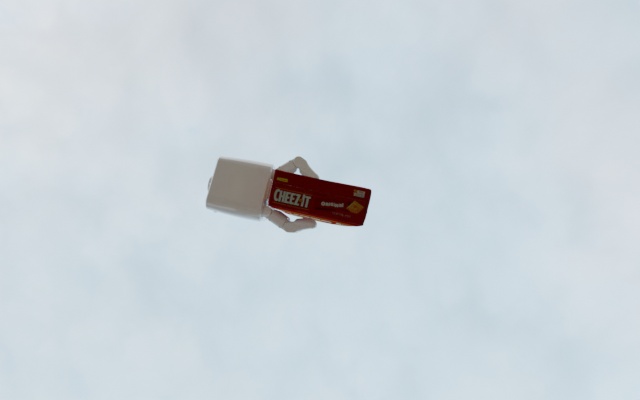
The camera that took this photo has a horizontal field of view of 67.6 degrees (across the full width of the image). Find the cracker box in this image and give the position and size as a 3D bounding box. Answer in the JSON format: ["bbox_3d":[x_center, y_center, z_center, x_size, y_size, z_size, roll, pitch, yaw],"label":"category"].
[{"bbox_3d":[0.000,0.003,0.880,0.164,0.072,0.214,12,-3,2],"label":"cracker box"}]
